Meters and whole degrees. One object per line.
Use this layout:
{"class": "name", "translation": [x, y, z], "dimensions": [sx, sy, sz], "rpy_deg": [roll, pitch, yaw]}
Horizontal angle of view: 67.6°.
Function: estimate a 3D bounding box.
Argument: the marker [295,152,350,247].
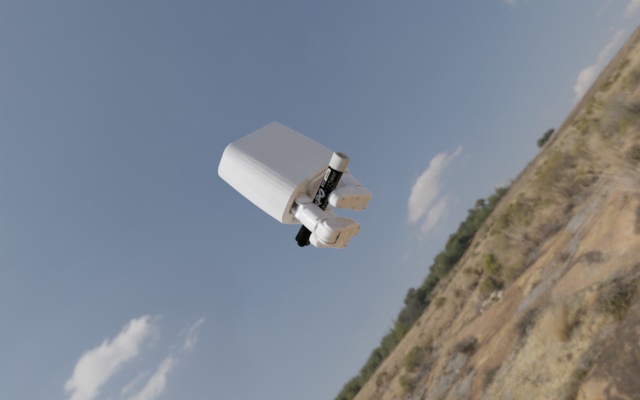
{"class": "marker", "translation": [0.000, 0.002, 0.537], "dimensions": [0.020, 0.121, 0.020], "rpy_deg": [21, 23, -9]}
